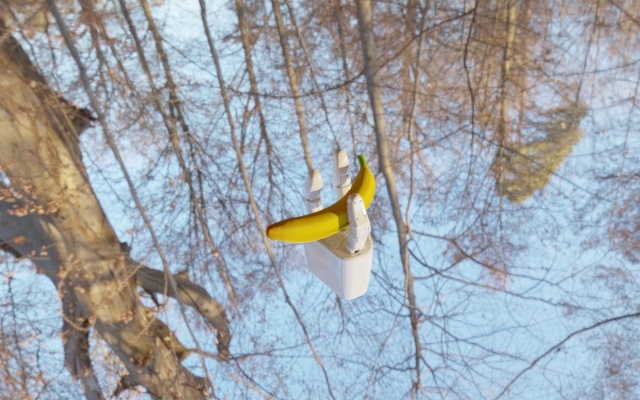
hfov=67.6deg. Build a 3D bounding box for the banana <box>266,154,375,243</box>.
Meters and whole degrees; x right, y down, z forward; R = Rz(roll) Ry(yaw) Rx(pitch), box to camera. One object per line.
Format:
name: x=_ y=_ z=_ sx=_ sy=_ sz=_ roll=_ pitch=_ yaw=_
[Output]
banana: x=0.016 y=0.012 z=0.666 sx=0.197 sy=0.069 sz=0.037 roll=-38 pitch=-23 yaw=-29
